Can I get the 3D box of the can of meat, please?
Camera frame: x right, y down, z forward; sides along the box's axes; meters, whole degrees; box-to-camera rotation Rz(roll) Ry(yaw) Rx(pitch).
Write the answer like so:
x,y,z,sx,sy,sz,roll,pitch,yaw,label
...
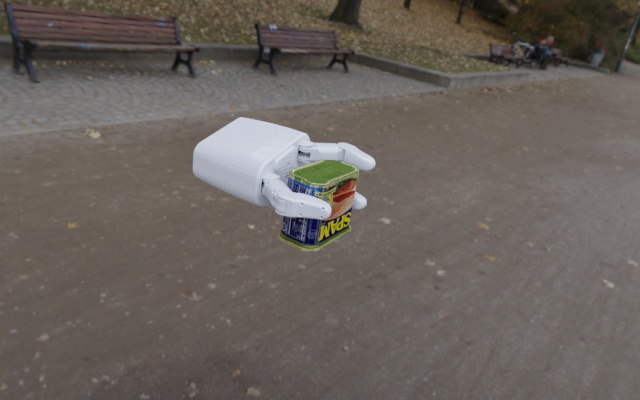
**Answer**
x,y,z,sx,sy,sz,roll,pitch,yaw,label
0.000,0.002,0.573,0.057,0.084,0.102,22,26,29,can of meat
